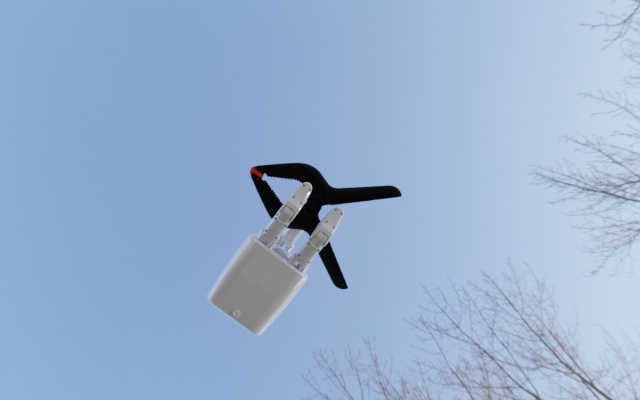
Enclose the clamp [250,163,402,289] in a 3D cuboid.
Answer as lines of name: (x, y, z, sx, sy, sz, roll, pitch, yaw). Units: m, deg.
clamp: (-0.001, 0.002, 0.674, 0.210, 0.164, 0.036, 37, -3, -4)
